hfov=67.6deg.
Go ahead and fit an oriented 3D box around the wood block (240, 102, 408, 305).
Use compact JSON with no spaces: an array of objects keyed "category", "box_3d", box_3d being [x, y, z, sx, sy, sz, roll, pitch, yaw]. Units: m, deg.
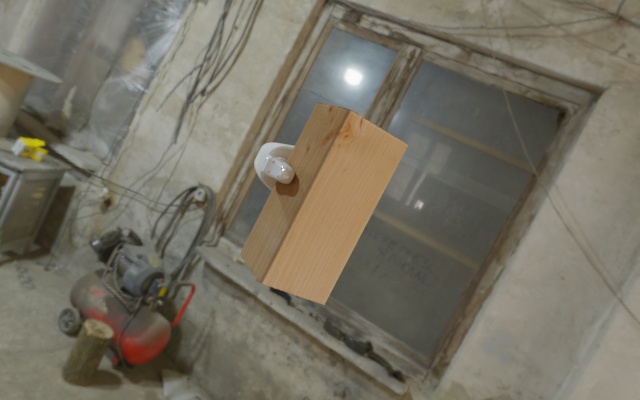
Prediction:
[{"category":"wood block","box_3d":[0.000,0.001,0.557,0.091,0.206,0.090,25,4,-29]}]
